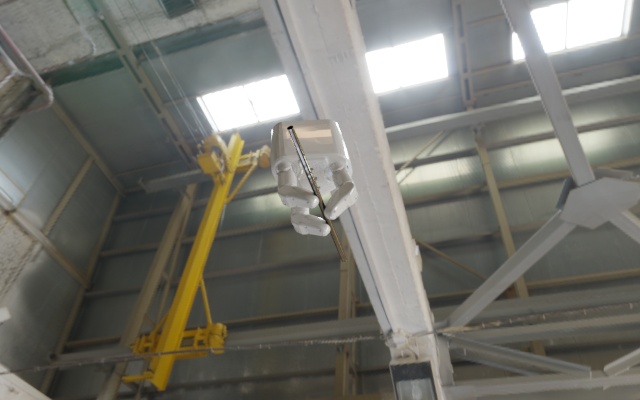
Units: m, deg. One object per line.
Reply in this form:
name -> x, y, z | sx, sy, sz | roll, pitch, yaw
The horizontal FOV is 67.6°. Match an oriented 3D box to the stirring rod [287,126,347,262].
stirring rod -> 0.000, 0.002, 0.623 | 0.011, 0.240, 0.011 | -13, 41, 11
